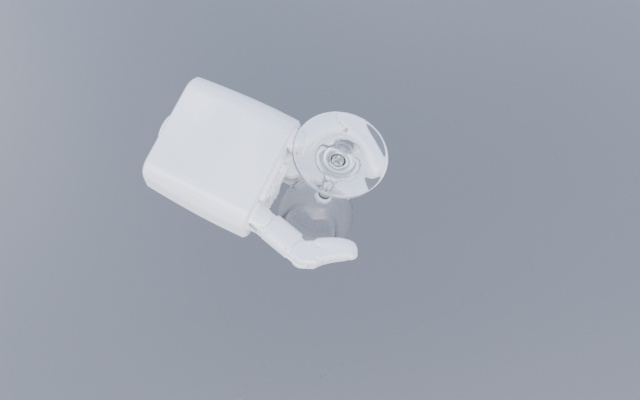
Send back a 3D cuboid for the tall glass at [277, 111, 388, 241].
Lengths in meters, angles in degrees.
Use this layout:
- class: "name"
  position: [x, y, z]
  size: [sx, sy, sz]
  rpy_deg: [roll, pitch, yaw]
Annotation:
- class: "tall glass"
  position: [0.000, 0.001, 0.452]
  size: [0.079, 0.079, 0.201]
  rpy_deg: [0, -22, -9]
